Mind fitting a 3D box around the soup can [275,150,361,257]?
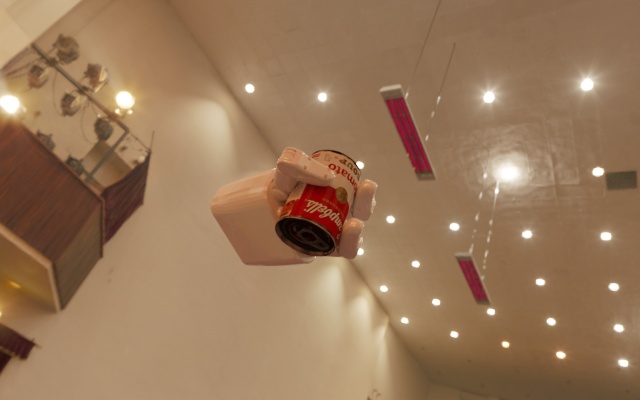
[{"bbox_3d":[0.000,0.001,0.530,0.068,0.102,0.069,16,-36,12],"label":"soup can"}]
